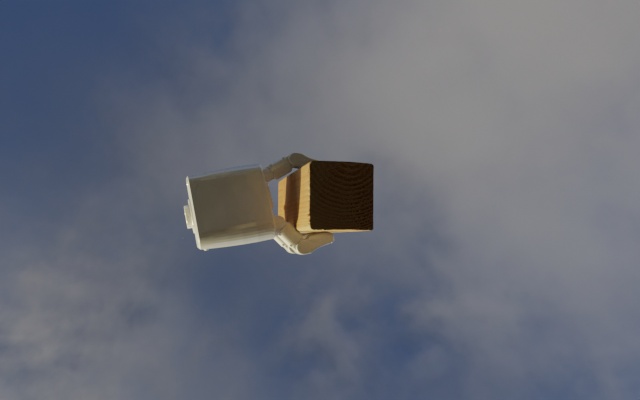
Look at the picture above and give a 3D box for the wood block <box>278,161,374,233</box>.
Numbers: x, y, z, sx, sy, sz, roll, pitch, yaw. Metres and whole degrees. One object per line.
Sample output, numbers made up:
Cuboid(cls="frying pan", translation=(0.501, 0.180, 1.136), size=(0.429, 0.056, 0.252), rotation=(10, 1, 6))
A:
Cuboid(cls="wood block", translation=(0.000, 0.002, 0.712), size=(0.090, 0.091, 0.206), rotation=(1, -5, -16))
